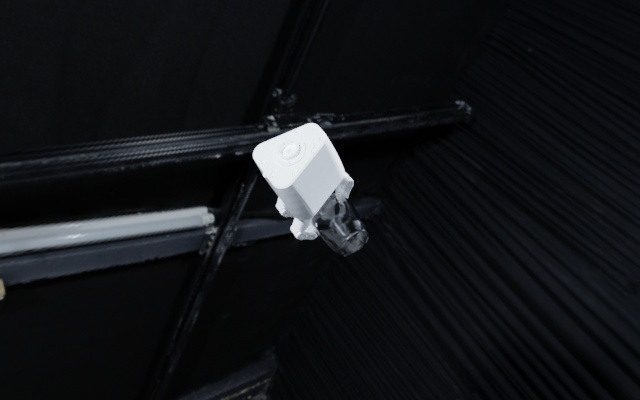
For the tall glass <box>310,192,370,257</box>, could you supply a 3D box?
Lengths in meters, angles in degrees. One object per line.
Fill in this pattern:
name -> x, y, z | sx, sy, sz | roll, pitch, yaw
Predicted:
tall glass -> 0.000, 0.002, 0.808 | 0.079, 0.079, 0.201 | 0, 42, -47
